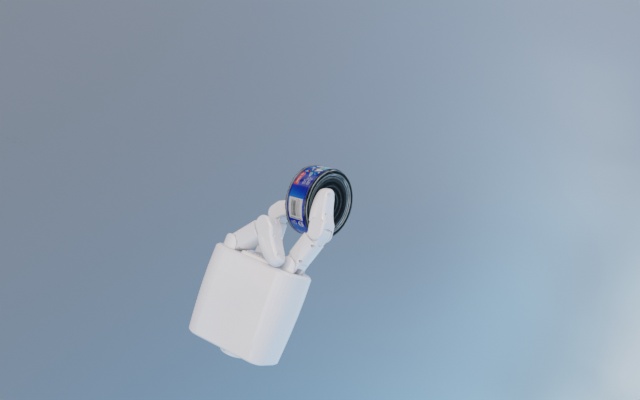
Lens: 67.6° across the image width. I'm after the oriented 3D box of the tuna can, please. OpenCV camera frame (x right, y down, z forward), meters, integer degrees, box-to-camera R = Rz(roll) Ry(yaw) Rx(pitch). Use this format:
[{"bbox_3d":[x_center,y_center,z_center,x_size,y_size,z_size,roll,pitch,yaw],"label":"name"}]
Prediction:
[{"bbox_3d":[0.001,0.002,0.568,0.033,0.086,0.086,14,9,41],"label":"tuna can"}]
